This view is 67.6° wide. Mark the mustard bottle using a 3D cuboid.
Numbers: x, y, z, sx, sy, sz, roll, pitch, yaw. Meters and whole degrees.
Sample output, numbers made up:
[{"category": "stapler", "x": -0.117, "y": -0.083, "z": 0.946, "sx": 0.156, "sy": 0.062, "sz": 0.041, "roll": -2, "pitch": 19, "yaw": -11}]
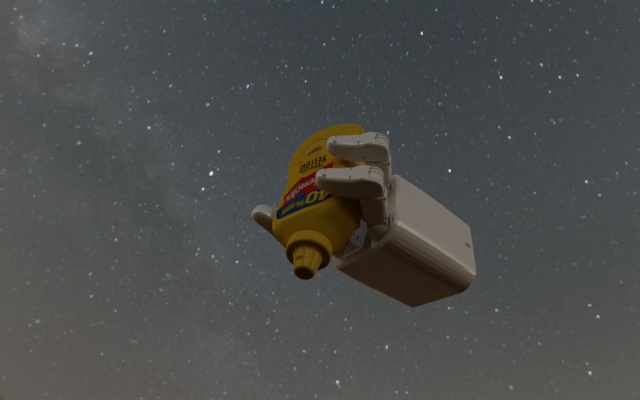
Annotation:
[{"category": "mustard bottle", "x": 0.000, "y": 0.001, "z": 0.475, "sx": 0.096, "sy": 0.058, "sz": 0.191, "roll": -21, "pitch": 33, "yaw": 25}]
